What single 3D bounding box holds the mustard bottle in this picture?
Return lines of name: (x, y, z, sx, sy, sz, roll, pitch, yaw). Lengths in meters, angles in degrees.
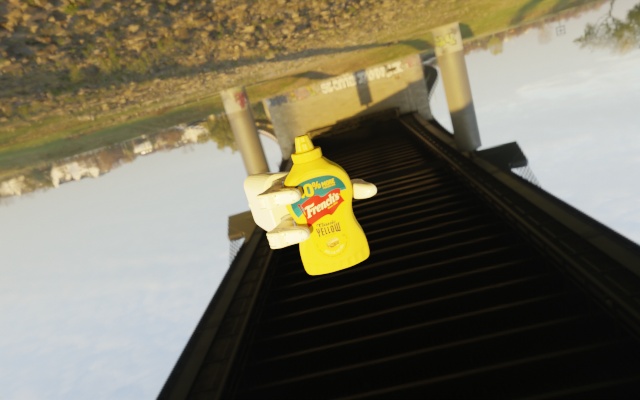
mustard bottle: (0.000, 0.002, 0.666, 0.096, 0.192, 0.058, -16, 14, 0)
